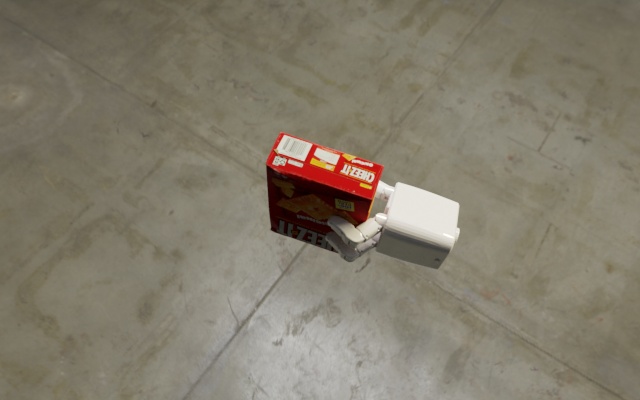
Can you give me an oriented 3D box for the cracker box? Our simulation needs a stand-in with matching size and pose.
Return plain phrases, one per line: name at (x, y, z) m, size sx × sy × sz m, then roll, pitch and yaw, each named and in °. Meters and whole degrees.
cracker box at (0.000, 0.002, 0.768) m, size 0.164 × 0.072 × 0.214 m, roll 19°, pitch -30°, yaw 7°
